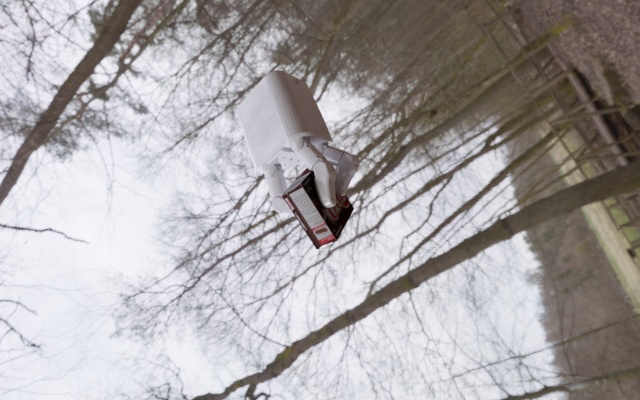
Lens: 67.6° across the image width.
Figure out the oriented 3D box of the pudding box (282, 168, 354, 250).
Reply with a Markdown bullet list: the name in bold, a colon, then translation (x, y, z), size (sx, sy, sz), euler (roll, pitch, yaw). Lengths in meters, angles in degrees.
- **pudding box**: translation (0.000, 0.002, 0.658), size (0.039, 0.090, 0.113), euler (-28, 12, 27)
